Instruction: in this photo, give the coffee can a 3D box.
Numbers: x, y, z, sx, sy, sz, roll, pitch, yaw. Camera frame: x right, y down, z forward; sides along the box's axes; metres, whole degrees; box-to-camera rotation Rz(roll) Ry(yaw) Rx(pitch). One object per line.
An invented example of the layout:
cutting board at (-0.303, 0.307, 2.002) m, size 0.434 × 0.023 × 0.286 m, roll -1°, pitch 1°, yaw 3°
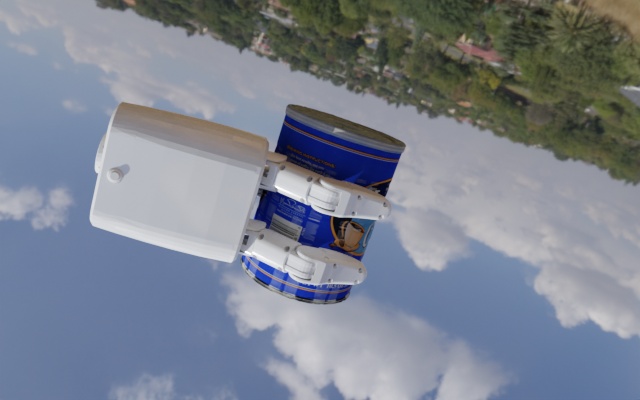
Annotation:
coffee can at (0.000, 0.001, 0.408) m, size 0.103 × 0.140 × 0.102 m, roll 18°, pitch 14°, yaw -5°
